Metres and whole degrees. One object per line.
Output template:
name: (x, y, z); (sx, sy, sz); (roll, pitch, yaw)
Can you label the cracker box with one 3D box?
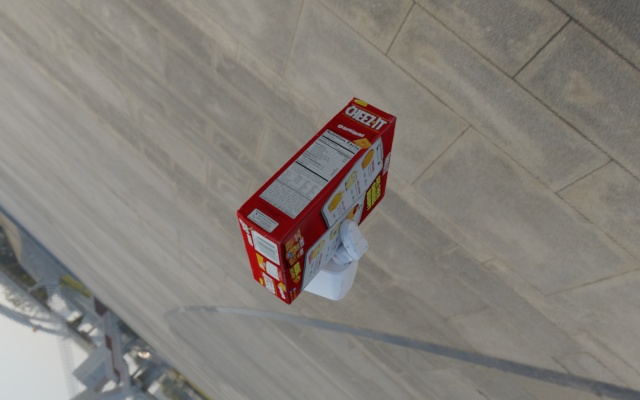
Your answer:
cracker box: (0.000, 0.002, 0.585); (0.072, 0.213, 0.164); (32, -28, 20)
